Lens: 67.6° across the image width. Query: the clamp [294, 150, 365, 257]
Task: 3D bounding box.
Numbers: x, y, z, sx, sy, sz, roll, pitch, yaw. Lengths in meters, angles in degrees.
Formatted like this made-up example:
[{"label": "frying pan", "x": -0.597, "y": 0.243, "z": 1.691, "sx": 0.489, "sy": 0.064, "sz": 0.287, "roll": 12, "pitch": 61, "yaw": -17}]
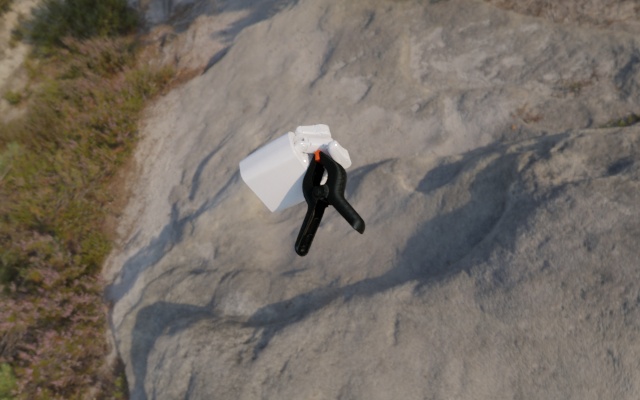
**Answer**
[{"label": "clamp", "x": 0.000, "y": 0.002, "z": 0.735, "sx": 0.120, "sy": 0.171, "sz": 0.039, "roll": -27, "pitch": -40, "yaw": 19}]
